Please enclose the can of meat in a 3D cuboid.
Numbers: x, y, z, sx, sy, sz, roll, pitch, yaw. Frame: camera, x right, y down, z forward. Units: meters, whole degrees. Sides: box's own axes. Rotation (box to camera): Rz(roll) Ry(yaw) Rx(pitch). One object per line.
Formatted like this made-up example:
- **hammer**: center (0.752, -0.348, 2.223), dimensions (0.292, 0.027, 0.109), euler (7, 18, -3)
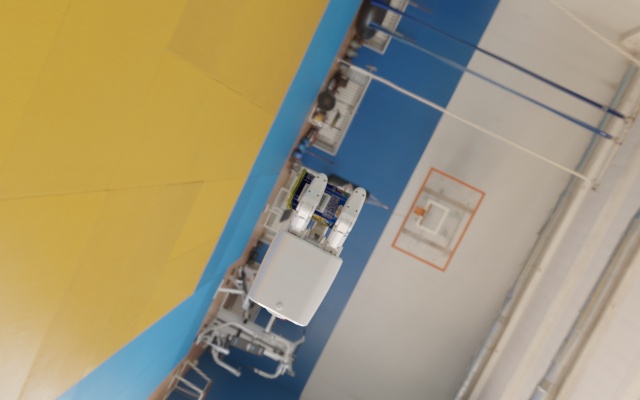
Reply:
- **can of meat**: center (0.000, 0.002, 0.696), dimensions (0.084, 0.057, 0.102), euler (27, -6, 2)
